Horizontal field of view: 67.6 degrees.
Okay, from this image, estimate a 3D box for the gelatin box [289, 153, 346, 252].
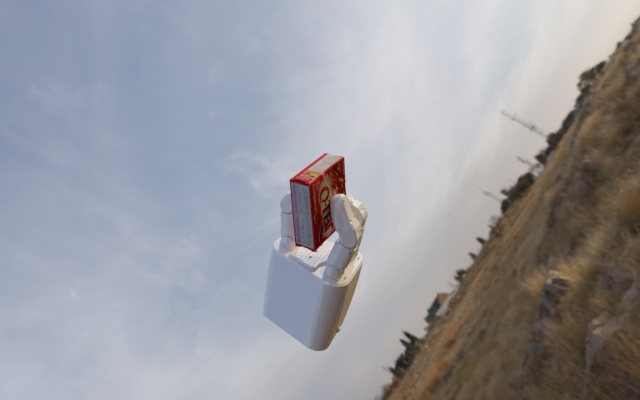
[{"bbox_3d":[0.000,0.001,0.538,0.030,0.089,0.073,15,35,29],"label":"gelatin box"}]
